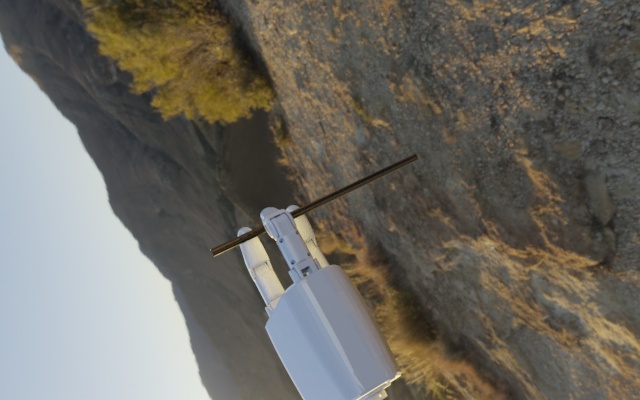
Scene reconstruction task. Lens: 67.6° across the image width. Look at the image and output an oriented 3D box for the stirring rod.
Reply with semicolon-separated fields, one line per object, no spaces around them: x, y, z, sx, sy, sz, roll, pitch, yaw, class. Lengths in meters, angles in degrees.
0.000;0.002;0.494;0.239;0.011;0.011;-25;7;-15;stirring rod
